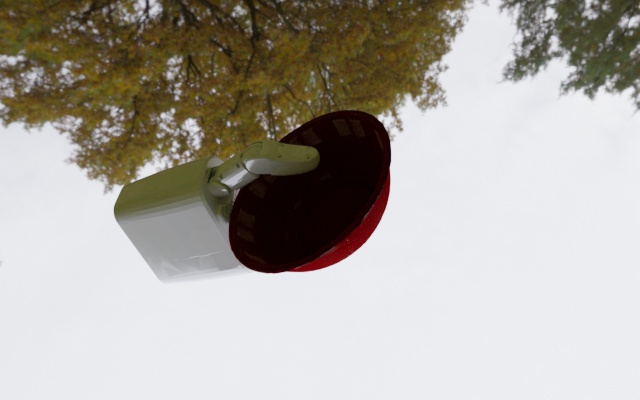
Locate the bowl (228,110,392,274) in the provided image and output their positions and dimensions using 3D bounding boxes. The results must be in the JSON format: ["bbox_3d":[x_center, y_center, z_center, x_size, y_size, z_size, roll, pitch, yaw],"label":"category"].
[{"bbox_3d":[0.001,0.001,0.405,0.162,0.162,0.055,0,-34,43],"label":"bowl"}]
